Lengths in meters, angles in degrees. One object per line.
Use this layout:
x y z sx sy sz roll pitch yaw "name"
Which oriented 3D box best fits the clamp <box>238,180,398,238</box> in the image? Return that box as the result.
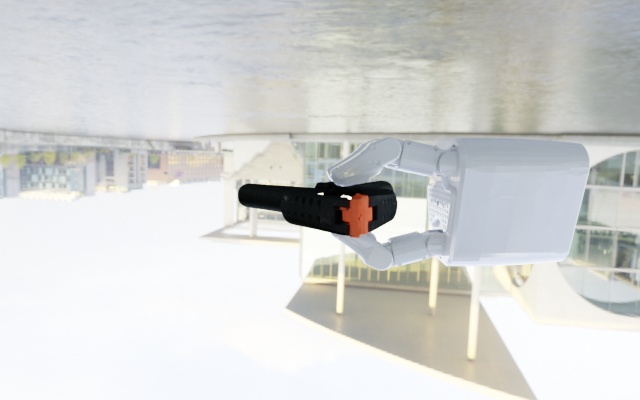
0.000 0.002 0.421 0.164 0.036 0.210 -2 6 -2 "clamp"
